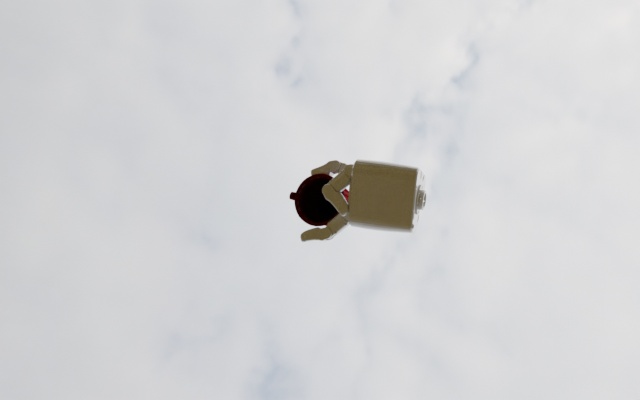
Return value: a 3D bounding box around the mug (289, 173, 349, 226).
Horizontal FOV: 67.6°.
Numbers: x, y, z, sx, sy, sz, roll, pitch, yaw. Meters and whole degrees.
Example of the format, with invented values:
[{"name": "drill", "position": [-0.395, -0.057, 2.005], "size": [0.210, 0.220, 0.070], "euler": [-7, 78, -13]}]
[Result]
[{"name": "mug", "position": [-0.001, 0.003, 0.869], "size": [0.117, 0.093, 0.081], "euler": [7, -5, 22]}]
